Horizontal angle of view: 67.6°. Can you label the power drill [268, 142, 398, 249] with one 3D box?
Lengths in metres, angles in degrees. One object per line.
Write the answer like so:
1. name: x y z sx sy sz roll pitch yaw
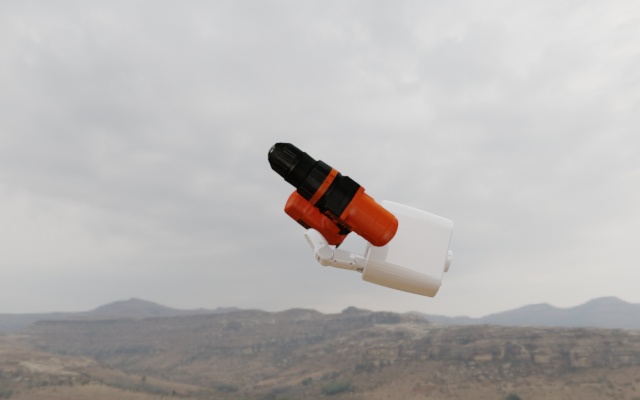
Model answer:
1. power drill: 0.000 0.002 0.647 0.184 0.057 0.188 37 -13 -4
